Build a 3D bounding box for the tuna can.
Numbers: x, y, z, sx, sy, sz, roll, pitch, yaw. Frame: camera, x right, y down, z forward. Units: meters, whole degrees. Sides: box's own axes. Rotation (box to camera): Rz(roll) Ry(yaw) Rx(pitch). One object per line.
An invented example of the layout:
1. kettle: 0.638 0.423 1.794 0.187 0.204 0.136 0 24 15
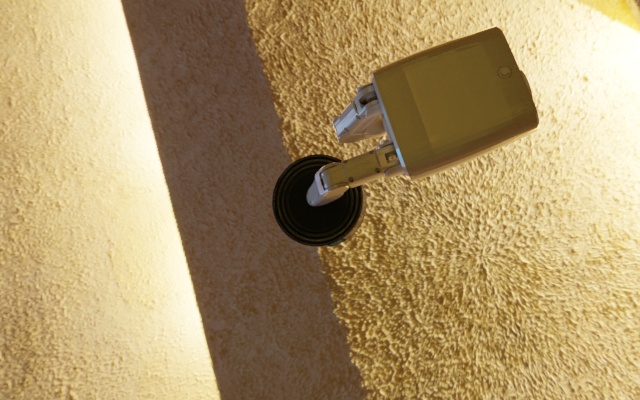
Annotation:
1. tuna can: 0.000 0.002 0.453 0.086 0.086 0.034 0 -8 13
